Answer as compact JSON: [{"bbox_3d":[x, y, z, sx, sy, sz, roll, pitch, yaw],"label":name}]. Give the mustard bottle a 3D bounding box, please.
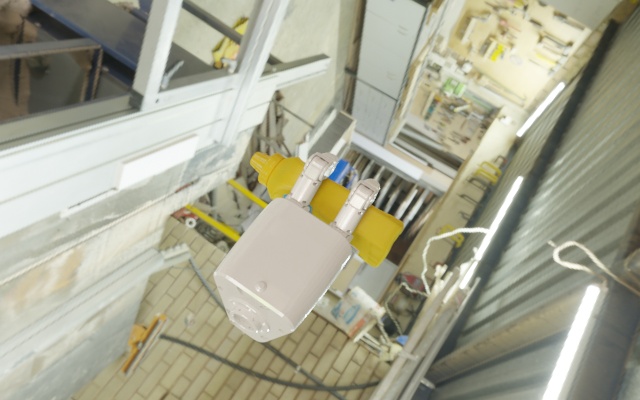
[{"bbox_3d":[0.000,0.002,0.551,0.191,0.058,0.096,33,-11,9],"label":"mustard bottle"}]
